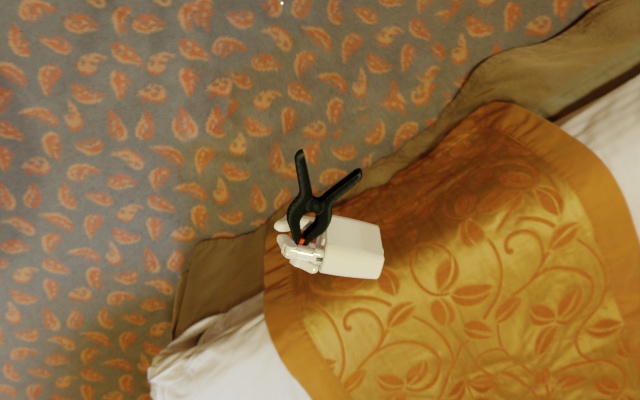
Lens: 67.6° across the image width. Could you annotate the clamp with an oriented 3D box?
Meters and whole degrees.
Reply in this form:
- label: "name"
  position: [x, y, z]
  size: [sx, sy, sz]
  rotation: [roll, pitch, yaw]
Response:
- label: "clamp"
  position: [0.000, 0.003, 0.816]
  size: [0.120, 0.171, 0.039]
  rotation: [10, 21, -9]
